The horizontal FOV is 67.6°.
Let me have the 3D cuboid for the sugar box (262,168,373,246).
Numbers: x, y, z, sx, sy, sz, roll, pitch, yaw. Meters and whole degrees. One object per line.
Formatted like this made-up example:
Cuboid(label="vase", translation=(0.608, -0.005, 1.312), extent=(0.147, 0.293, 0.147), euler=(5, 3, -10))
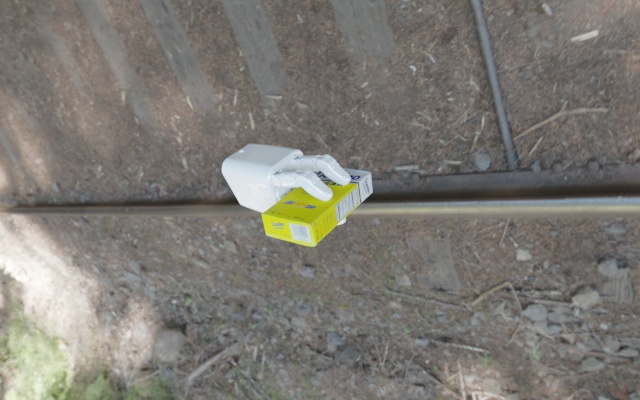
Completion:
Cuboid(label="sugar box", translation=(0.000, 0.002, 0.750), extent=(0.093, 0.048, 0.176), euler=(11, 36, 32))
